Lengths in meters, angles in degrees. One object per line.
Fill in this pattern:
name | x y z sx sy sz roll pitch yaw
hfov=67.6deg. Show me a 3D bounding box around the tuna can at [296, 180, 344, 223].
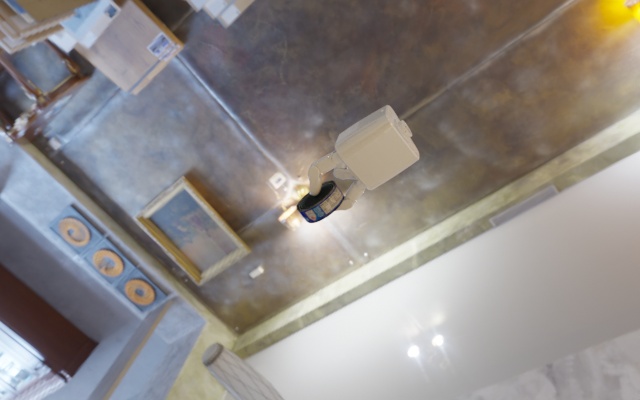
tuna can | 0.000 0.003 0.869 0.086 0.034 0.086 -32 19 12
